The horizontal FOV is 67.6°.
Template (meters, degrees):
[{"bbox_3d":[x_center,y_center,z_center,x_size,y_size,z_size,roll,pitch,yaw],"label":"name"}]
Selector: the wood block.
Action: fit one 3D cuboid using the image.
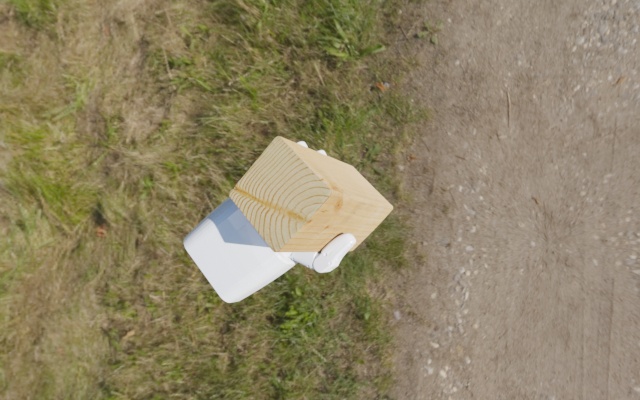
[{"bbox_3d":[0.000,0.002,0.581,0.090,0.090,0.206,48,15,21],"label":"wood block"}]
